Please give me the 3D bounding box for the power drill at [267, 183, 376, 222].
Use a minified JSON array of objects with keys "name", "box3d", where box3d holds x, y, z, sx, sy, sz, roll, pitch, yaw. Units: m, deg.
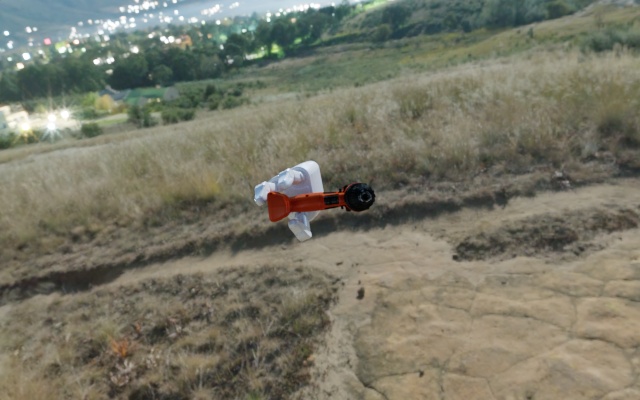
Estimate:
[{"name":"power drill","box3d":[0.000,0.003,0.860,0.187,0.057,0.184,-5,-2,-3]}]
